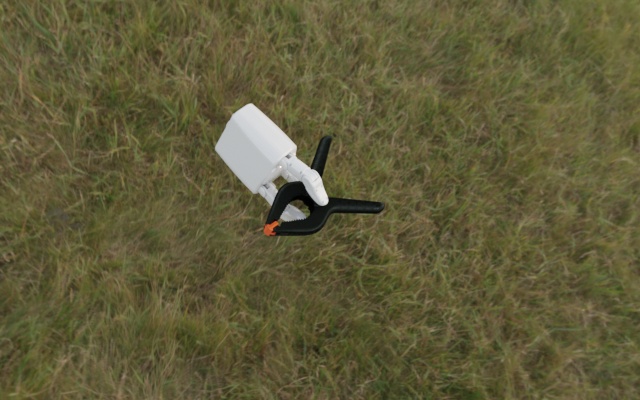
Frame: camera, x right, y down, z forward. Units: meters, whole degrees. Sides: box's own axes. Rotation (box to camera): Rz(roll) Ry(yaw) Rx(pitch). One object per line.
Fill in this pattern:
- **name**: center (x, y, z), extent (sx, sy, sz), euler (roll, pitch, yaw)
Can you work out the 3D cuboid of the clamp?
- **clamp**: center (0.000, 0.002, 0.790), extent (0.210, 0.164, 0.036), euler (-42, -5, -29)
